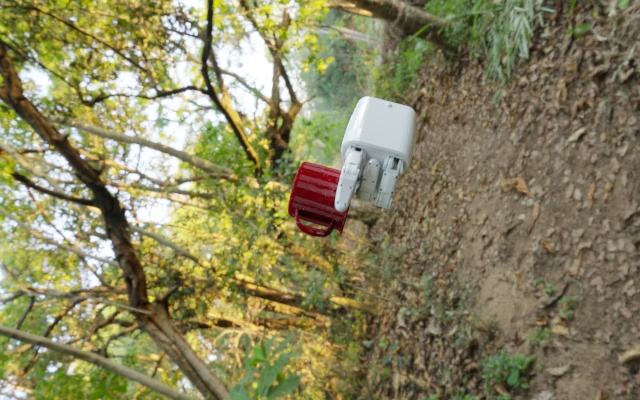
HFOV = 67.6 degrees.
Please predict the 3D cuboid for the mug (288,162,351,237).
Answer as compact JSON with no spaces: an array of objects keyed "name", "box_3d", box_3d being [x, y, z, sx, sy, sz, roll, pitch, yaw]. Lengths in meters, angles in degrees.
[{"name":"mug","box_3d":[0.000,0.003,0.666,0.081,0.117,0.093,16,-39,4]}]
